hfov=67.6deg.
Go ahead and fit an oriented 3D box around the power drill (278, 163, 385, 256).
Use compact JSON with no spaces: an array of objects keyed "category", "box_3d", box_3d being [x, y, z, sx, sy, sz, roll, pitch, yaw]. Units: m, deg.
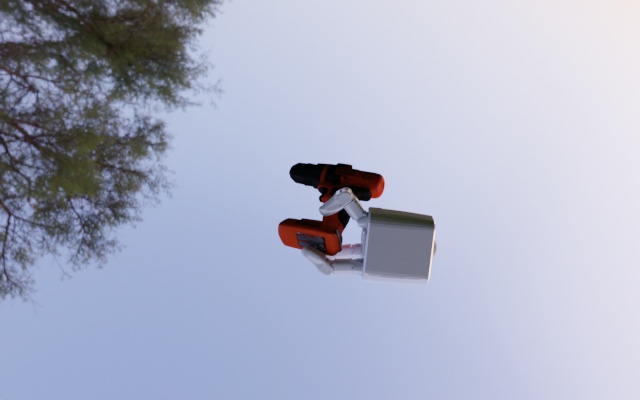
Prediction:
[{"category":"power drill","box_3d":[0.000,0.003,0.827,0.184,0.057,0.187,9,45,23]}]
